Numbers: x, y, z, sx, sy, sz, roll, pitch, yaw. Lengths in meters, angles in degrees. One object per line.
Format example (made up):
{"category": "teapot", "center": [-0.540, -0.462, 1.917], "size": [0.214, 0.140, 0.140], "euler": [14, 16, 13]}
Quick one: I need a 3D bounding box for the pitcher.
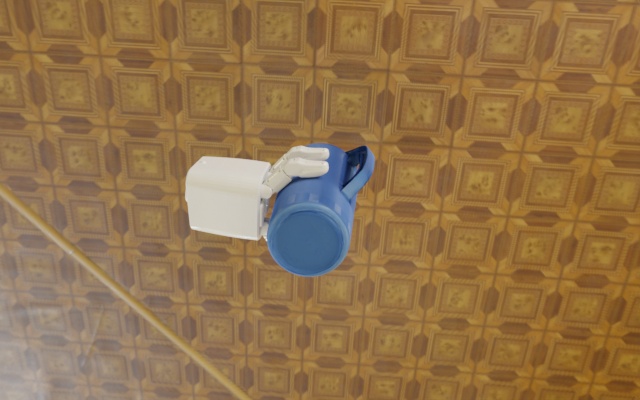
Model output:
{"category": "pitcher", "center": [0.000, 0.002, 0.711], "size": [0.145, 0.149, 0.242], "euler": [9, 23, 0]}
